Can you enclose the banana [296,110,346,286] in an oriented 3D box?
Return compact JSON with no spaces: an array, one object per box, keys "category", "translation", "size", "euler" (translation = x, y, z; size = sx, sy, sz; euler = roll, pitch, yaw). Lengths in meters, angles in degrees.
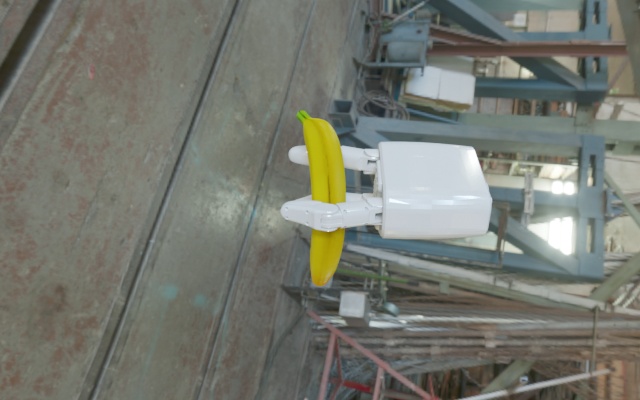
[{"category":"banana","translation":[0.004,-0.001,0.510],"size":[0.037,0.198,0.069],"euler":[-4,3,-14]}]
